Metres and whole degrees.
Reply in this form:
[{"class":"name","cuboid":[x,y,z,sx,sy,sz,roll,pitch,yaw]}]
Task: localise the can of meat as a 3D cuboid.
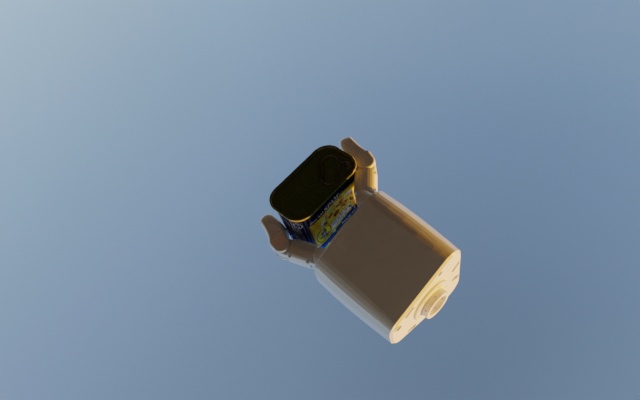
[{"class":"can of meat","cuboid":[0.000,0.002,0.549,0.057,0.102,0.084,34,-20,31]}]
